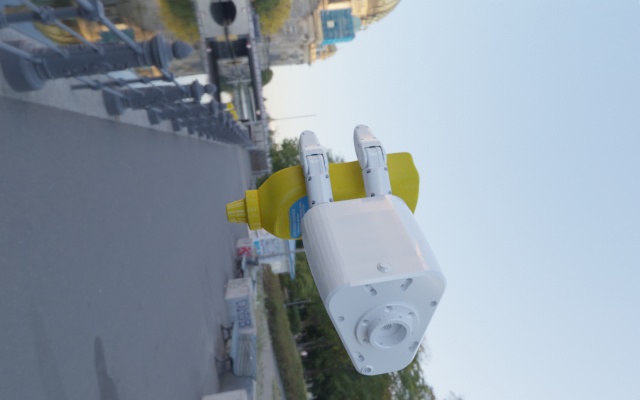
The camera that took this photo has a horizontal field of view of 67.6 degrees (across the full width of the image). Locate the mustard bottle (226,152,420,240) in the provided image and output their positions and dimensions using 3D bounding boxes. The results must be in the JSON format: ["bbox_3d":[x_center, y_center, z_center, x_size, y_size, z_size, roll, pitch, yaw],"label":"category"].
[{"bbox_3d":[0.000,0.001,0.493,0.191,0.058,0.096,-8,-34,-7],"label":"mustard bottle"}]
